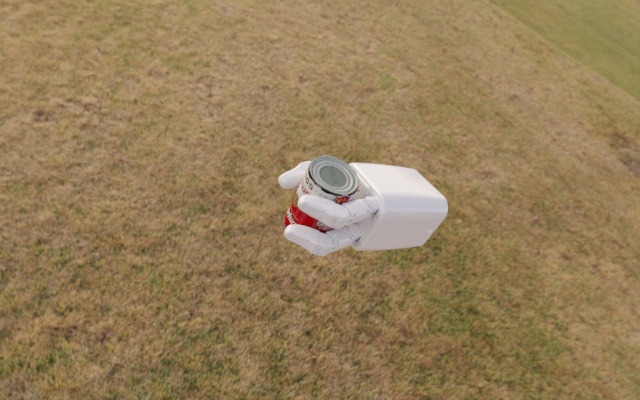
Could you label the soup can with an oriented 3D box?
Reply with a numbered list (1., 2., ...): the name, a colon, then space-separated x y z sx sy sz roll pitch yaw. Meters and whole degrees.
1. soup can: 0.000 0.002 0.608 0.068 0.068 0.102 0 -41 -27
